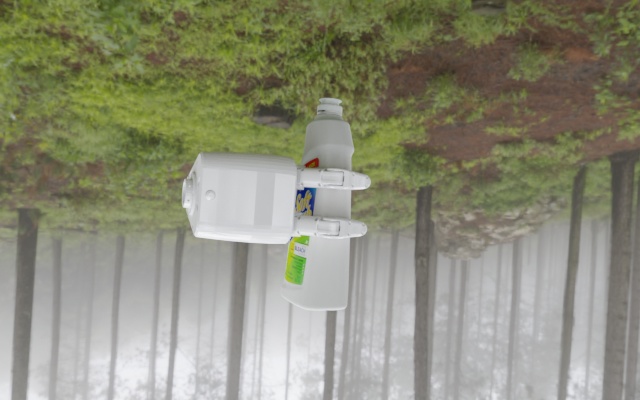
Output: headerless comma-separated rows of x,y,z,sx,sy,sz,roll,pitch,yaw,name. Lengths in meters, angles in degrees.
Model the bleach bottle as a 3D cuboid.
0.000,0.002,0.593,0.068,0.251,0.102,4,0,-23,bleach bottle
